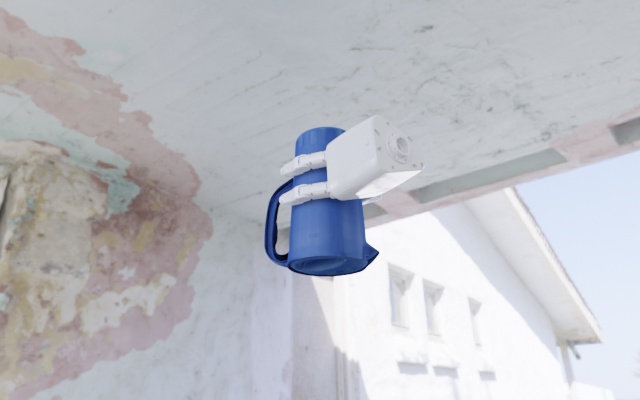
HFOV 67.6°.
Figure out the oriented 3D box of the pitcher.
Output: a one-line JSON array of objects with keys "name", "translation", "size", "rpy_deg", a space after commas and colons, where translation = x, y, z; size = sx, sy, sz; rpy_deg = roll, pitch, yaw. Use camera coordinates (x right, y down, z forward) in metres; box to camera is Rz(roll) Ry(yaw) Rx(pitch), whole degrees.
[{"name": "pitcher", "translation": [0.000, 0.003, 0.813], "size": [0.149, 0.242, 0.145], "rpy_deg": [14, -27, -33]}]
